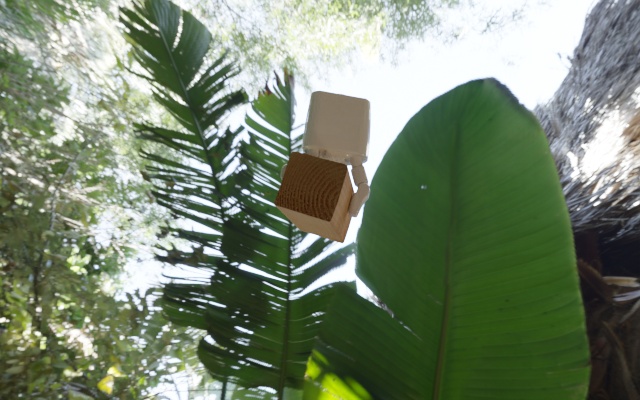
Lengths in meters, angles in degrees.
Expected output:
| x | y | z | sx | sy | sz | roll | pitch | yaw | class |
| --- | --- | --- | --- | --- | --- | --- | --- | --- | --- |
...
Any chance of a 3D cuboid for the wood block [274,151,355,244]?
| x | y | z | sx | sy | sz | roll | pitch | yaw | class |
| --- | --- | --- | --- | --- | --- | --- | --- | --- | --- |
| 0.001 | 0.002 | 0.789 | 0.091 | 0.090 | 0.206 | 16 | -11 | 12 | wood block |
